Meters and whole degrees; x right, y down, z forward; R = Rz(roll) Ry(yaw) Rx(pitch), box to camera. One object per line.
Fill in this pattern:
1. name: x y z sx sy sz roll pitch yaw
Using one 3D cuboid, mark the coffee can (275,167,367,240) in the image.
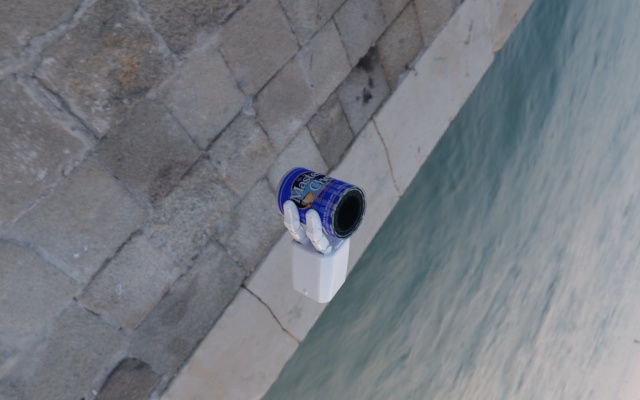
1. coffee can: 0.000 0.003 0.893 0.140 0.103 0.103 21 13 36
